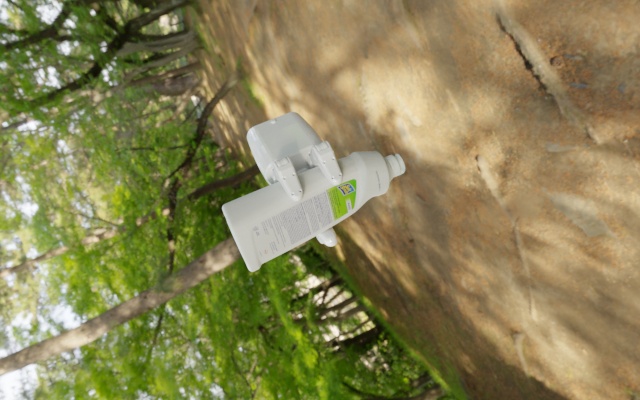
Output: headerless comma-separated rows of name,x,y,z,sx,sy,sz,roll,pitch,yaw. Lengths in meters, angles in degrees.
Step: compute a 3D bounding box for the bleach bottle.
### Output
bleach bottle,0.000,0.002,0.655,0.251,0.103,0.068,-23,45,-10
